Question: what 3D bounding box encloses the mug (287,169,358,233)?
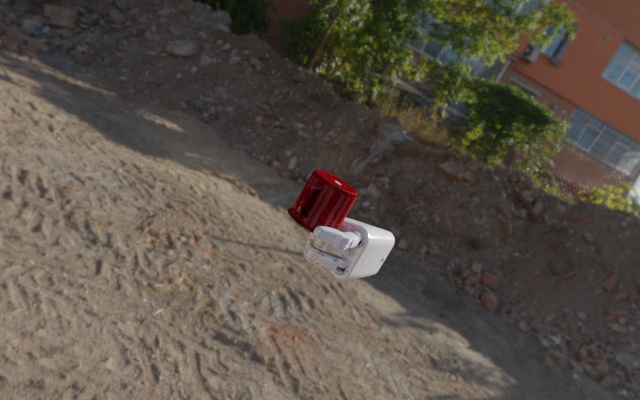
[{"bbox_3d":[-0.001,0.002,0.753,0.093,0.081,0.117,37,15,30],"label":"mug"}]
